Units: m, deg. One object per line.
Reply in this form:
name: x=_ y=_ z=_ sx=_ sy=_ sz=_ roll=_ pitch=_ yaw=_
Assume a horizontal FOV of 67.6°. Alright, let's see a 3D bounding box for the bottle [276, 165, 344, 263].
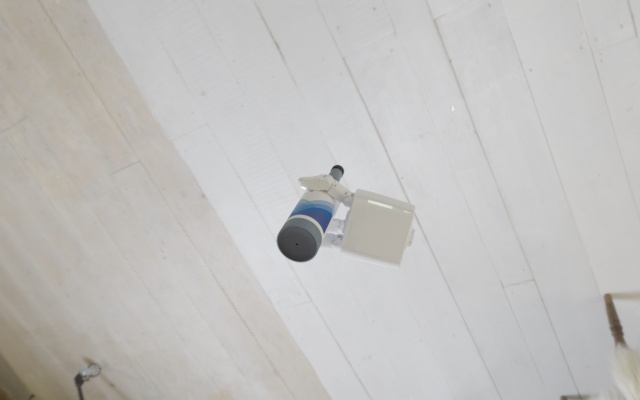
bottle: x=0.000 y=0.003 z=0.847 sx=0.069 sy=0.069 sz=0.295 roll=0 pitch=26 yaw=16
